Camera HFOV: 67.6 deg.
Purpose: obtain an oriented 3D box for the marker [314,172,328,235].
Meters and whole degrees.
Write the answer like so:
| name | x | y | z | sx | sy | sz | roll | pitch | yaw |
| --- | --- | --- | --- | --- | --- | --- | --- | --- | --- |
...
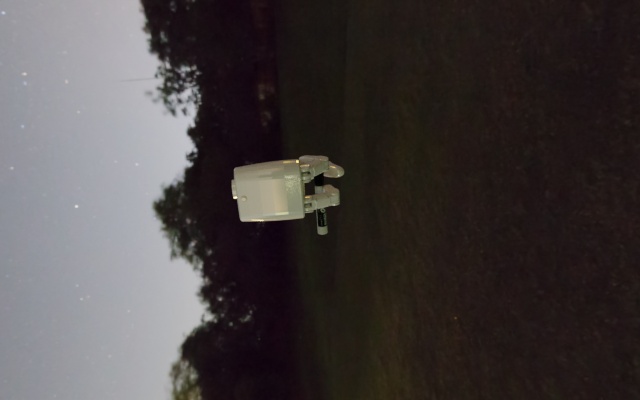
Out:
| name | x | y | z | sx | sy | sz | roll | pitch | yaw |
| --- | --- | --- | --- | --- | --- | --- | --- | --- | --- |
| marker | 0.000 | 0.003 | 0.855 | 0.020 | 0.121 | 0.020 | -4 | 21 | 1 |
